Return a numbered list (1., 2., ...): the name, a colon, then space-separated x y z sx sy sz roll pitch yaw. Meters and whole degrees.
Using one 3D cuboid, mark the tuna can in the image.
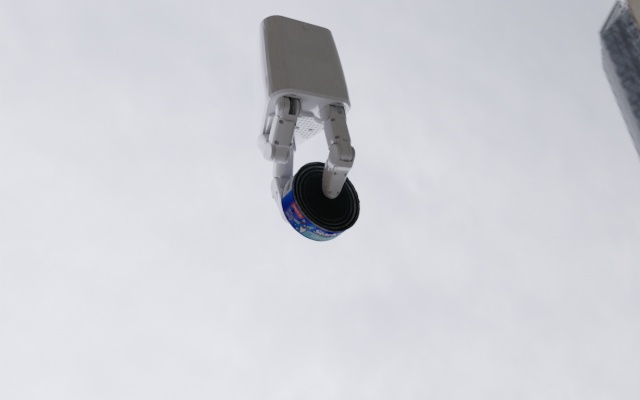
1. tuna can: 0.000 0.002 0.532 0.086 0.086 0.034 0 -26 -35
